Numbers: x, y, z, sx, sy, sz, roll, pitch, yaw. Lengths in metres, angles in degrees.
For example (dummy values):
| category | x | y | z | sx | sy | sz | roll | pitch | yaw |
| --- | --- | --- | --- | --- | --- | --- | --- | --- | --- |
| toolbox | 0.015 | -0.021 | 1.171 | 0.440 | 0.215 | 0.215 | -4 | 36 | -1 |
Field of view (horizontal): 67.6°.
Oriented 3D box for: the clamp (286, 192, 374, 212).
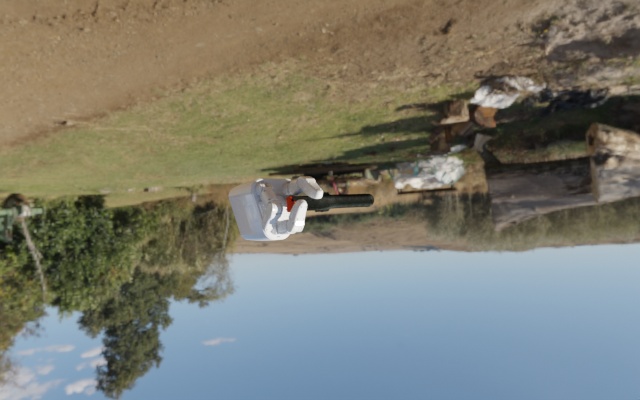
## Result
| category | x | y | z | sx | sy | sz | roll | pitch | yaw |
| --- | --- | --- | --- | --- | --- | --- | --- | --- | --- |
| clamp | 0.000 | 0.003 | 0.879 | 0.171 | 0.039 | 0.120 | 0 | -6 | -36 |
